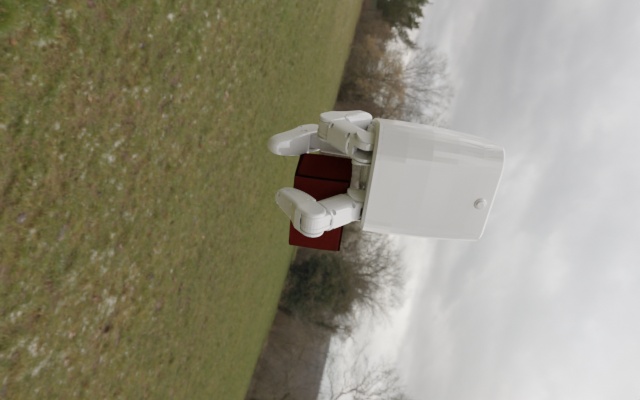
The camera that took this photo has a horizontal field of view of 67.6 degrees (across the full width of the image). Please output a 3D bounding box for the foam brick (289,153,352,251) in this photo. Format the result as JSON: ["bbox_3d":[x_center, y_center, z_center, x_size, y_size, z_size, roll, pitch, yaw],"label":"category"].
[{"bbox_3d":[0.000,0.002,0.459,0.051,0.078,0.053,8,30,1],"label":"foam brick"}]
